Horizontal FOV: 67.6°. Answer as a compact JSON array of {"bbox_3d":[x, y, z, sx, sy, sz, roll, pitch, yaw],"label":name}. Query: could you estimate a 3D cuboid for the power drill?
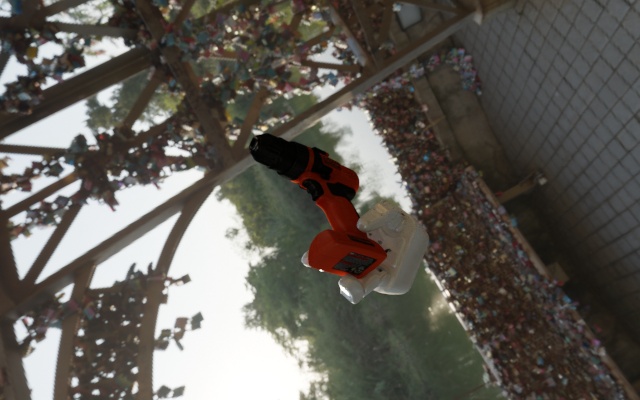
[{"bbox_3d":[0.000,0.002,0.614,0.184,0.187,0.057,19,-52,-38],"label":"power drill"}]
